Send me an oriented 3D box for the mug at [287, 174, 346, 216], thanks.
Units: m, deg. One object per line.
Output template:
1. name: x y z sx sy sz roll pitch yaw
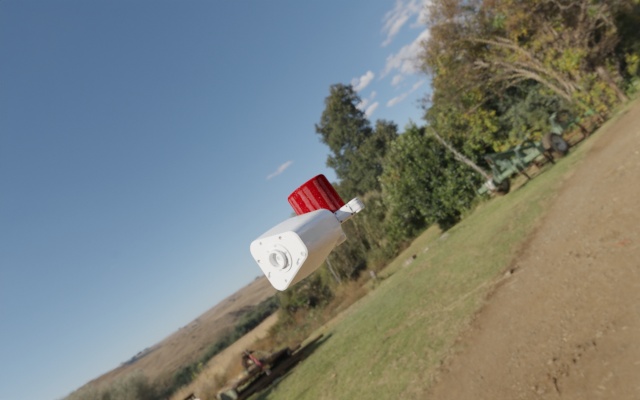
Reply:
1. mug: 0.001 0.002 0.870 0.093 0.081 0.117 -38 -5 33
